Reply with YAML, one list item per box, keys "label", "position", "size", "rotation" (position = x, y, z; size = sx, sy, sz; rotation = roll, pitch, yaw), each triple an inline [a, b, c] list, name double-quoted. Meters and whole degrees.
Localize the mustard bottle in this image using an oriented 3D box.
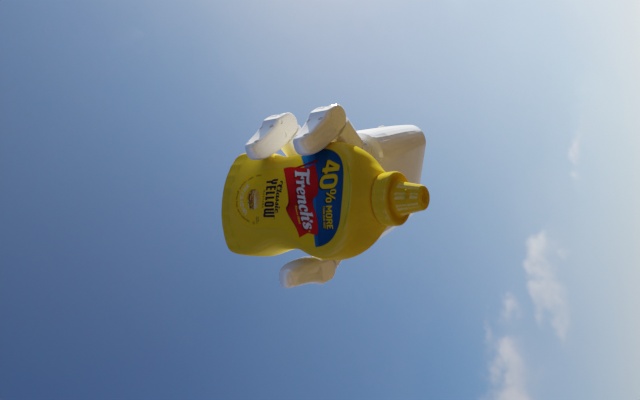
- label: "mustard bottle"
  position: [0.000, 0.001, 0.401]
  size: [0.191, 0.096, 0.058]
  rotation: [-2, -12, 38]
